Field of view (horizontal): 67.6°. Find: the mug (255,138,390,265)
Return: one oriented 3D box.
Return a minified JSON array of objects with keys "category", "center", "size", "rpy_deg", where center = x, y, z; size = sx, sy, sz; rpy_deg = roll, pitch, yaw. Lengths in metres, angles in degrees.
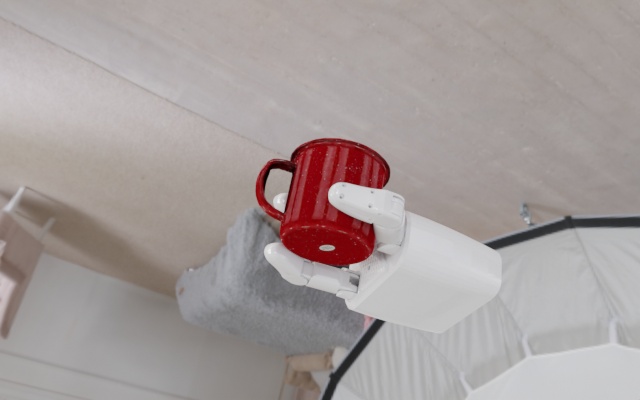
[{"category":"mug","center":[-0.001,0.001,0.416],"size":[0.117,0.081,0.093],"rpy_deg":[20,-30,-15]}]
